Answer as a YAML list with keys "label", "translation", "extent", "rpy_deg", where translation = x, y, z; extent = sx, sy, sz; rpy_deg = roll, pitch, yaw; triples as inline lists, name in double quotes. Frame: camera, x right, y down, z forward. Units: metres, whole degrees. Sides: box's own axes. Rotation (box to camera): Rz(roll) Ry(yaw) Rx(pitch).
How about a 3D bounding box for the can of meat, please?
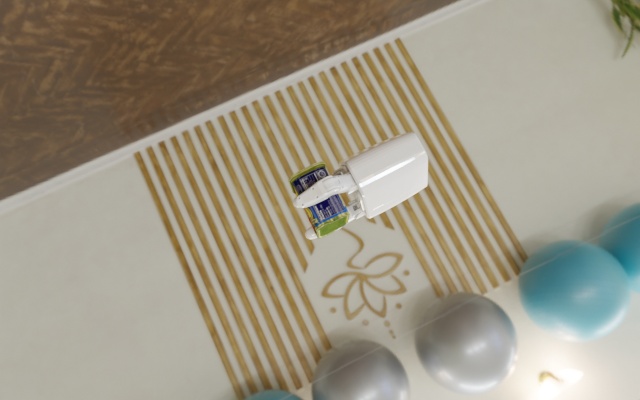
- label: "can of meat"
  translation: [0.000, 0.003, 0.689]
  extent: [0.057, 0.084, 0.102]
  rpy_deg: [-27, -12, -4]
